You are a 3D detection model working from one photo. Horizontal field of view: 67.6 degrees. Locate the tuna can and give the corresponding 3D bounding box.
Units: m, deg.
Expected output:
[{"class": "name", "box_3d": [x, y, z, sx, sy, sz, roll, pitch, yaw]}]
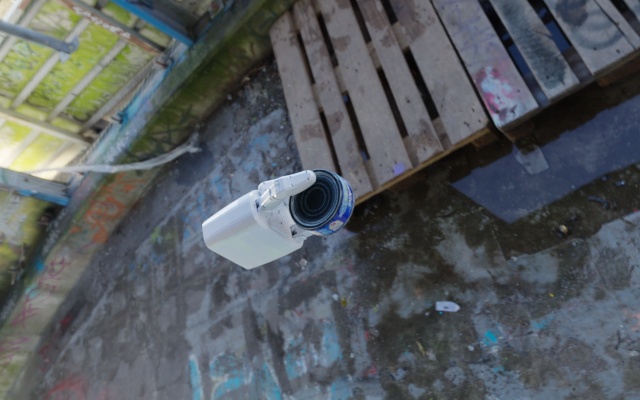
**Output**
[{"class": "tuna can", "box_3d": [0.000, 0.002, 0.632, 0.086, 0.086, 0.034, 0, -17, 34]}]
